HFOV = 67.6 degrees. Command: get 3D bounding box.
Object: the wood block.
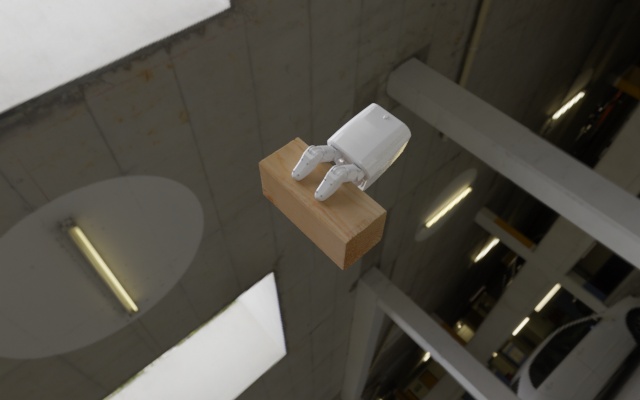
[{"bbox_3d":[0.000,0.002,0.787,0.090,0.206,0.091,-37,-28,-23],"label":"wood block"}]
